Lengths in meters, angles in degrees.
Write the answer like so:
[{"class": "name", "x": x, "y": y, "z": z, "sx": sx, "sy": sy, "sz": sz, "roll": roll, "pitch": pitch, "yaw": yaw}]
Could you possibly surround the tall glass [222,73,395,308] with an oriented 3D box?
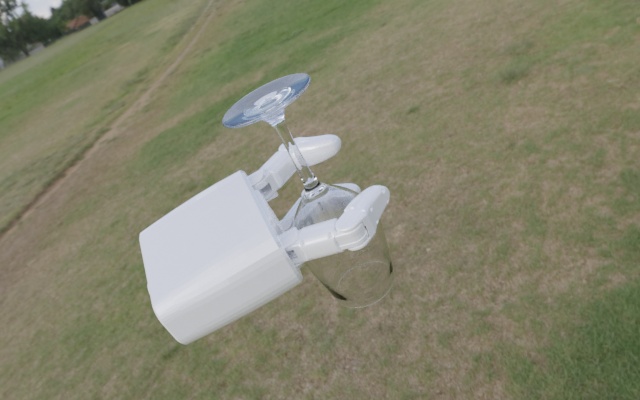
[{"class": "tall glass", "x": 0.000, "y": 0.001, "z": 0.402, "sx": 0.079, "sy": 0.201, "sz": 0.079, "roll": -21, "pitch": 30, "yaw": 13}]
